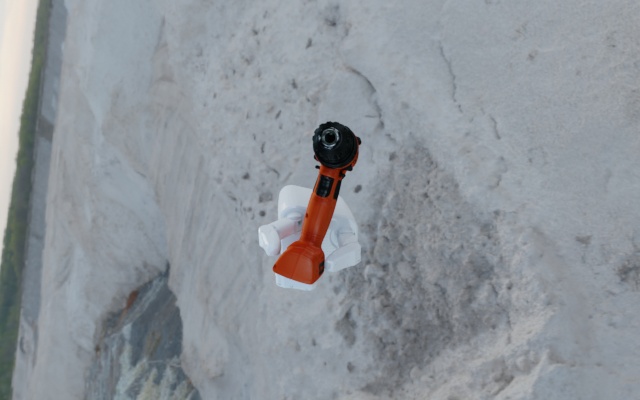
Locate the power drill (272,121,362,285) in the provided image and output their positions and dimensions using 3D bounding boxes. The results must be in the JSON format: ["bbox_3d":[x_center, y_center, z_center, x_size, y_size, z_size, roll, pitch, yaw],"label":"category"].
[{"bbox_3d":[0.000,0.002,0.573,0.057,0.187,0.184,20,2,8],"label":"power drill"}]
